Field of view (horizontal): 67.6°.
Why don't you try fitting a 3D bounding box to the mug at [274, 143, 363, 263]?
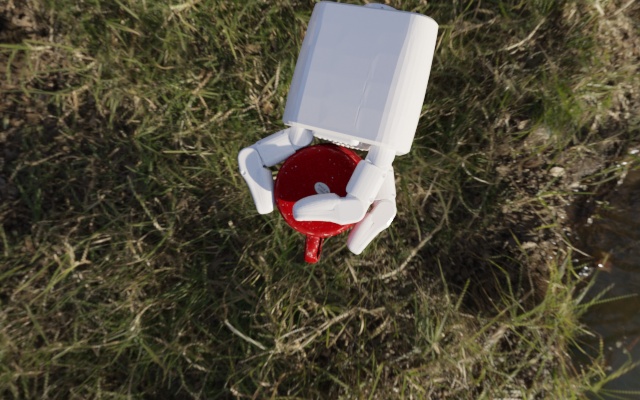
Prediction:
[{"bbox_3d":[0.000,0.003,0.451,0.093,0.117,0.081,14,5,5],"label":"mug"}]
